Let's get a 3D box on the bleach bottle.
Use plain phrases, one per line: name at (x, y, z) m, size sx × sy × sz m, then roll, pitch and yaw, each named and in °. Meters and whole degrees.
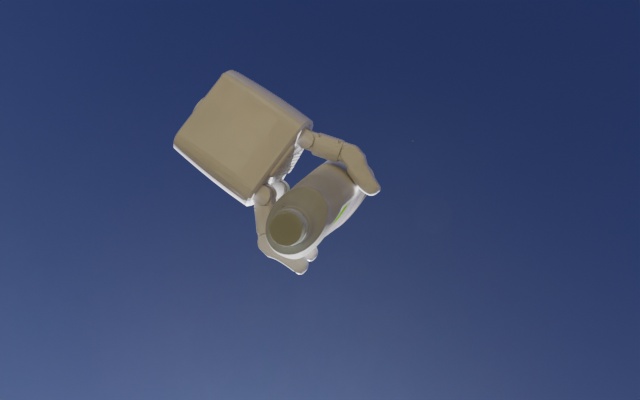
bleach bottle at (0.000, 0.002, 0.510) m, size 0.068 × 0.102 × 0.251 m, roll 36°, pitch 12°, yaw 5°
